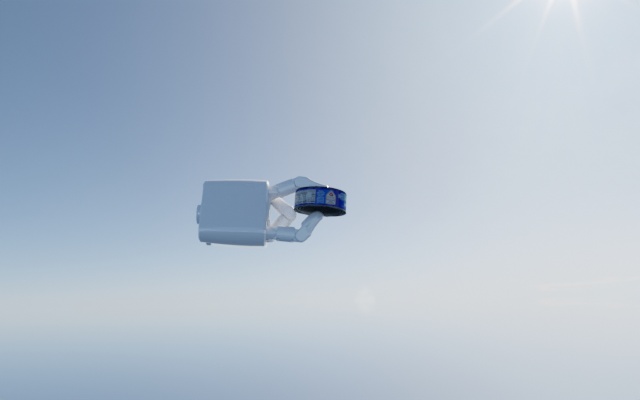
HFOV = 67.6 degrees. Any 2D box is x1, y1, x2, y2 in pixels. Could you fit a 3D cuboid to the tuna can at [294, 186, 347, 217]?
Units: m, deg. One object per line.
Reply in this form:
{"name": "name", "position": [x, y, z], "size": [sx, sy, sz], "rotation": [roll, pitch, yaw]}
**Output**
{"name": "tuna can", "position": [0.000, 0.002, 0.776], "size": [0.086, 0.033, 0.086], "rotation": [4, -12, 1]}
